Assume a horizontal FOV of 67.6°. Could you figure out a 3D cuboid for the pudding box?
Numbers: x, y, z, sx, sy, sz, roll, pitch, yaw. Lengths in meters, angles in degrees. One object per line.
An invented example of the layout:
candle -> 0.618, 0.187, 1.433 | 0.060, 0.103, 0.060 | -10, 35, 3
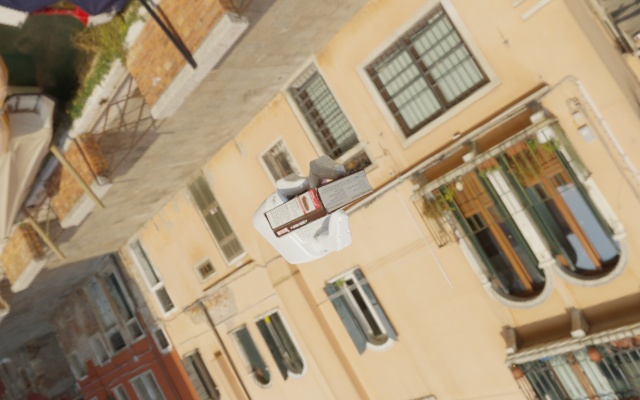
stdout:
pudding box -> 0.000, 0.002, 0.589 | 0.090, 0.039, 0.113 | -27, 0, 37
